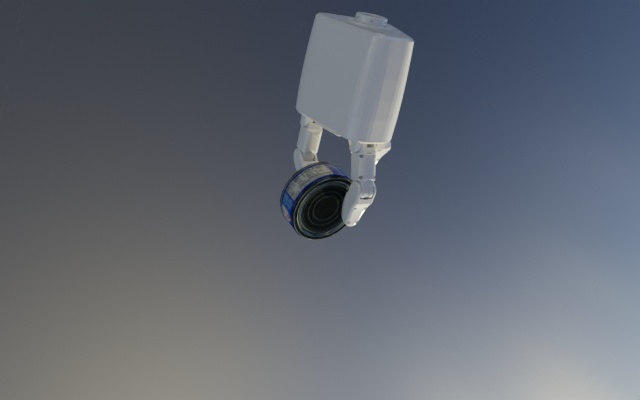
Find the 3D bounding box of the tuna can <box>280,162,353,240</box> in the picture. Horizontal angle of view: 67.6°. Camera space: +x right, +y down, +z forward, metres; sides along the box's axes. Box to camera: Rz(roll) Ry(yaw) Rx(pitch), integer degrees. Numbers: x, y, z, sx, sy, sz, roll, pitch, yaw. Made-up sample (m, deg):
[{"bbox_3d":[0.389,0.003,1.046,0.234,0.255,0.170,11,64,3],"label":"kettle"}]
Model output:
[{"bbox_3d":[0.000,0.002,0.536,0.086,0.086,0.033,0,32,-33],"label":"tuna can"}]
